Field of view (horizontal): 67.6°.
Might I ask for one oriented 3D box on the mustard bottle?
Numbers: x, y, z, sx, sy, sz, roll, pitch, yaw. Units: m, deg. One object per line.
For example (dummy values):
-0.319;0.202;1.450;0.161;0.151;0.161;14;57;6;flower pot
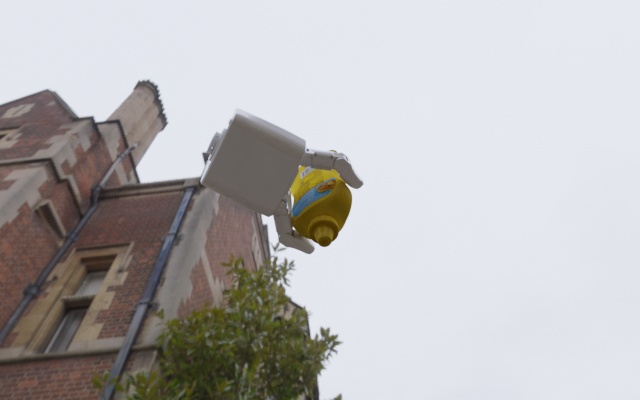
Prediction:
0.000;0.002;0.689;0.096;0.058;0.191;-34;27;17;mustard bottle
